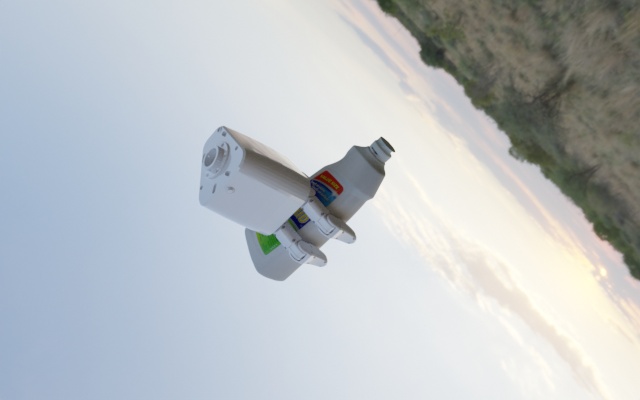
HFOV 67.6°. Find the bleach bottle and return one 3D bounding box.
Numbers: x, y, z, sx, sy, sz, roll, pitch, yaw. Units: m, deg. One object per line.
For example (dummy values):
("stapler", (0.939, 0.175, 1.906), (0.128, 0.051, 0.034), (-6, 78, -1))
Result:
("bleach bottle", (0.000, 0.002, 0.665), (0.068, 0.102, 0.251), (26, -61, -41))
